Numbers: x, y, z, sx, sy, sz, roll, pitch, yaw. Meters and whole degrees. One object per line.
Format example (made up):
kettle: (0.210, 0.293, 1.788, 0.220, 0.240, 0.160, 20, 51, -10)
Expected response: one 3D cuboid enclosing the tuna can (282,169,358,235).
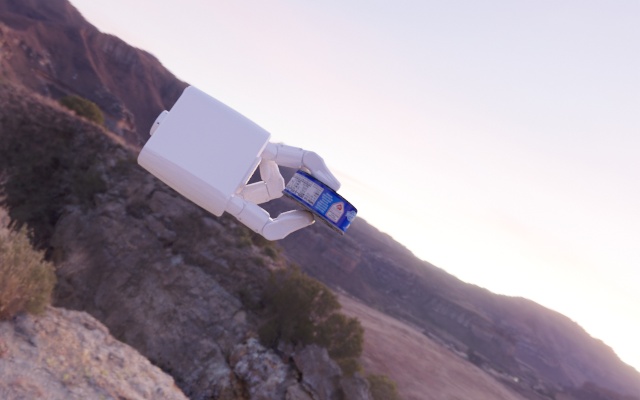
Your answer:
tuna can: (0.000, 0.001, 0.541, 0.086, 0.034, 0.086, 35, -4, 2)
